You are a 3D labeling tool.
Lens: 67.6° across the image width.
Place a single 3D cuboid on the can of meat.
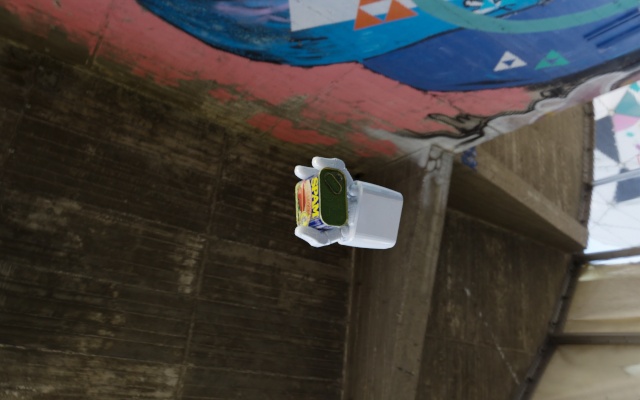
[{"bbox_3d":[0.000,0.003,0.833,0.057,0.102,0.084,7,-17,-33],"label":"can of meat"}]
